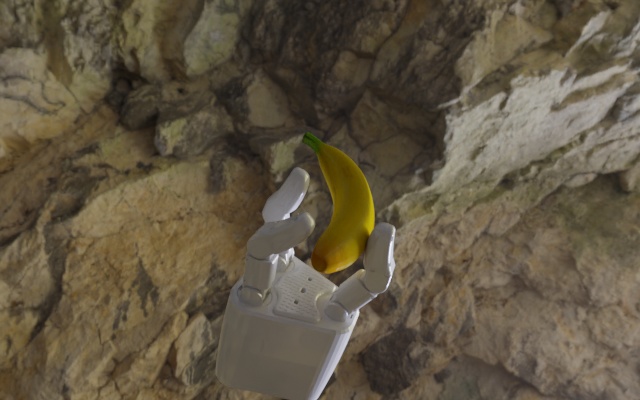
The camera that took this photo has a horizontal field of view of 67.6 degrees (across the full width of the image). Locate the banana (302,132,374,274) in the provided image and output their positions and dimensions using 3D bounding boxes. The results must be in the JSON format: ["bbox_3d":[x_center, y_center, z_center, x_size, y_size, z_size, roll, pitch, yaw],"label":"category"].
[{"bbox_3d":[0.017,0.004,0.433,0.069,0.037,0.197,13,32,-14],"label":"banana"}]
